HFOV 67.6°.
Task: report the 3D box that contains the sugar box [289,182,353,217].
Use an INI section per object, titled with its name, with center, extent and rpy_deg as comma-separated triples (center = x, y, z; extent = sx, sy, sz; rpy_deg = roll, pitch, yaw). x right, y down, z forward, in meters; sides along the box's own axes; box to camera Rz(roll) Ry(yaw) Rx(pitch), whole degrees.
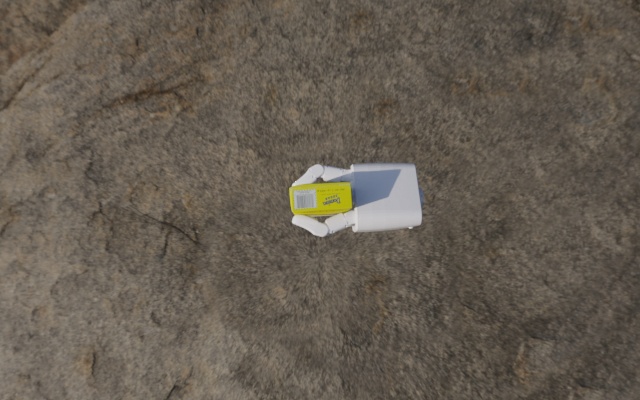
[sugar box]
center = 0.000, 0.003, 0.791
extent = 0.093, 0.048, 0.176
rpy_deg = -3, -7, 0
